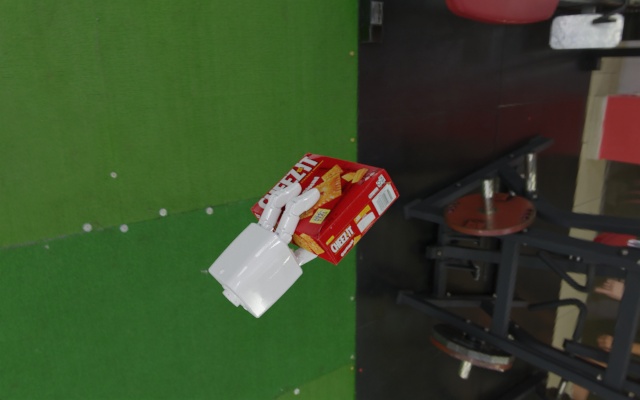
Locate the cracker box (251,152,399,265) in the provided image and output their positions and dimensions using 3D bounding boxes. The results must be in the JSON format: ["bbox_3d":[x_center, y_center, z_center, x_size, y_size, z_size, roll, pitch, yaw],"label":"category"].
[{"bbox_3d":[0.000,0.003,0.822,0.164,0.072,0.213,-46,35,-19],"label":"cracker box"}]
